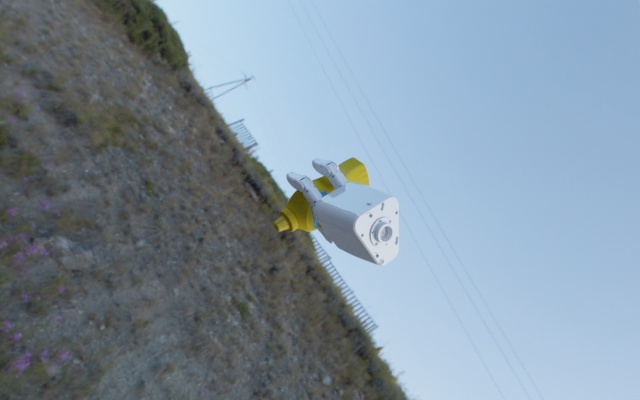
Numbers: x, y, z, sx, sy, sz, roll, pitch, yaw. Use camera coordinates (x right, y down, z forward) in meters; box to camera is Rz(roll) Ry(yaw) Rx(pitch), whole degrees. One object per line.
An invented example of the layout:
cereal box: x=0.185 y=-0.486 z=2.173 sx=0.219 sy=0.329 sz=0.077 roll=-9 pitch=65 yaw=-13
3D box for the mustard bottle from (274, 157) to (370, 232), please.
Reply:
mustard bottle: x=0.000 y=0.003 z=0.854 sx=0.191 sy=0.096 sz=0.058 roll=-30 pitch=50 yaw=-24
